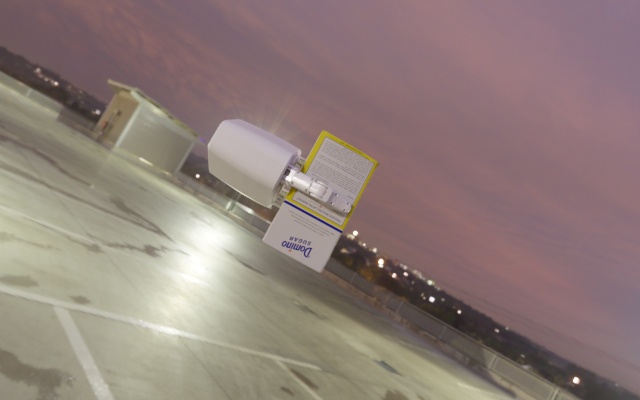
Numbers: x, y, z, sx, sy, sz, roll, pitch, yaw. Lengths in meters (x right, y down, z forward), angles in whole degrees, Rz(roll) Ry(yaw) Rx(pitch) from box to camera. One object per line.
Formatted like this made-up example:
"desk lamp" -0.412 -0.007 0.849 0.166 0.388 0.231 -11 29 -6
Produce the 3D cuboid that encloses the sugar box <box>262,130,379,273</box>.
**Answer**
"sugar box" 0.000 0.002 0.668 0.093 0.176 0.048 29 -5 -3
